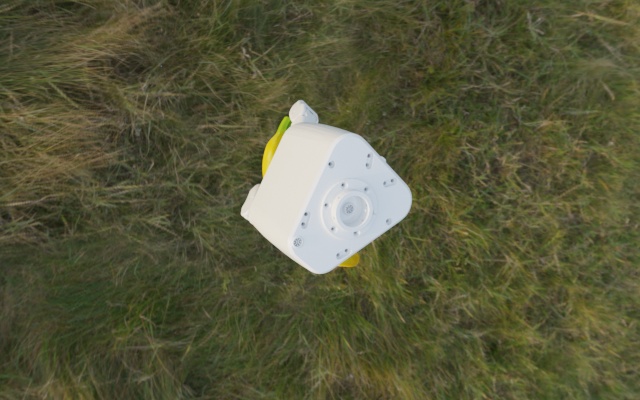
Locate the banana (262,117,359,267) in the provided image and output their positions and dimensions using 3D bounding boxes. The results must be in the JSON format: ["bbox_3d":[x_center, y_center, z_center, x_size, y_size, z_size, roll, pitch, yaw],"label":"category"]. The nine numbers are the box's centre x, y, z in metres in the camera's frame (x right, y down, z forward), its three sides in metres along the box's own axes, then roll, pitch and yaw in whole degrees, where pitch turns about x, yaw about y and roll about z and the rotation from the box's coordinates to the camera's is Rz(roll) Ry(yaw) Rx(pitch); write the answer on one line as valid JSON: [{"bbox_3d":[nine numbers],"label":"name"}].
[{"bbox_3d":[-0.016,0.008,0.540,0.069,0.198,0.037,-32,20,-19],"label":"banana"}]
